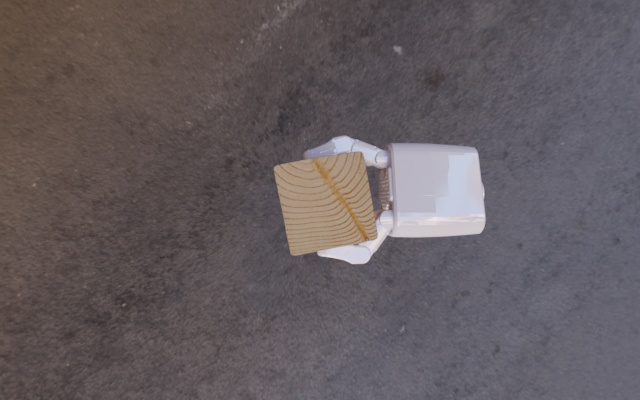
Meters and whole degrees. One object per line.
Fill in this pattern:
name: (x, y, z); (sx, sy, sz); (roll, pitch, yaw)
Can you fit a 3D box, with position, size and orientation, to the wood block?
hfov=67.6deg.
wood block: (0.000, 0.001, 0.562); (0.090, 0.091, 0.206); (-10, 1, -3)
